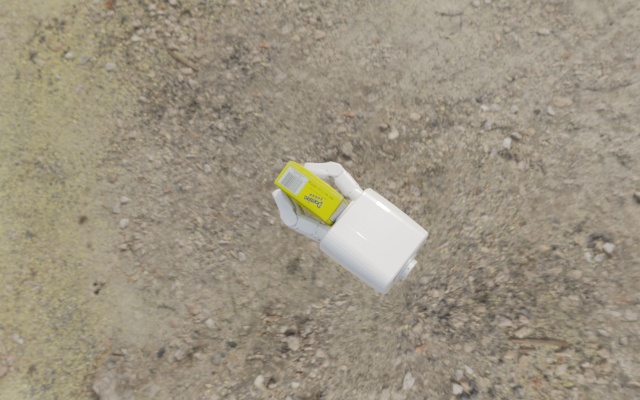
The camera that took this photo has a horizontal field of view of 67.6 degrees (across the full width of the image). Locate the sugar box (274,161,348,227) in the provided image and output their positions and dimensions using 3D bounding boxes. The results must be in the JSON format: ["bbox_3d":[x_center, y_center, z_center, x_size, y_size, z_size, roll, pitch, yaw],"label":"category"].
[{"bbox_3d":[0.000,0.003,0.707,0.093,0.048,0.176,37,-4,16],"label":"sugar box"}]
